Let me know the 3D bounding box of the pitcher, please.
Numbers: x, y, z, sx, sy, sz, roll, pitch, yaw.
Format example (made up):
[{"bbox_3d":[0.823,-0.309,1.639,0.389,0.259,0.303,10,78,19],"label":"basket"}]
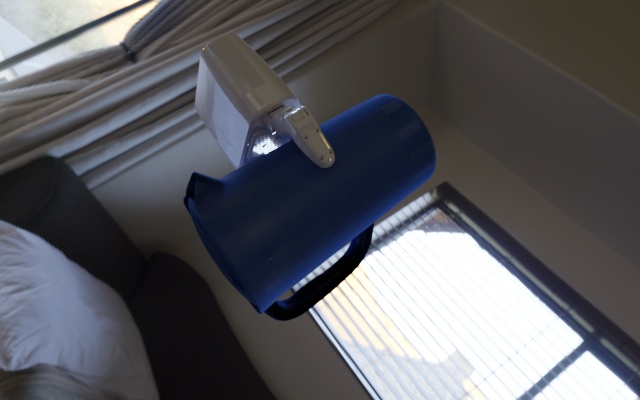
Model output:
[{"bbox_3d":[0.000,0.001,0.491,0.243,0.145,0.149,-33,-19,-16],"label":"pitcher"}]
